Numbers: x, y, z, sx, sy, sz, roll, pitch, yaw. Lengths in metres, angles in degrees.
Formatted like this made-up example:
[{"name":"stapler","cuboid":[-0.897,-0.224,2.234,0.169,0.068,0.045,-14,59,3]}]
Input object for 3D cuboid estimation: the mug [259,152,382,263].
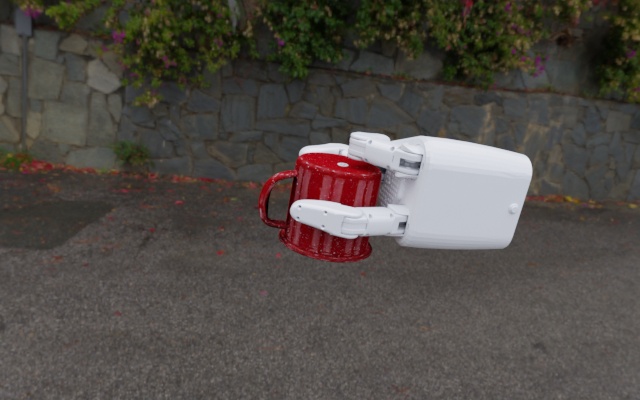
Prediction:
[{"name":"mug","cuboid":[-0.001,0.001,0.450,0.117,0.081,0.093,5,17,-17]}]
